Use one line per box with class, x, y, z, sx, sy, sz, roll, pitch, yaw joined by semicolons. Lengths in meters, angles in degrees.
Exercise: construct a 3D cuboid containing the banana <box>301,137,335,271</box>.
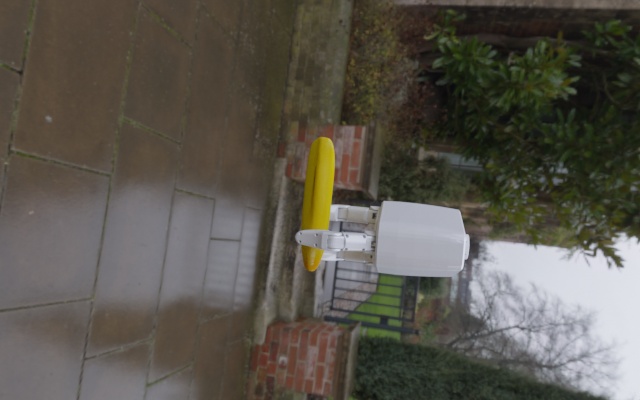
banana;-0.002;-0.008;0.636;0.037;0.197;0.070;3;-21;7
